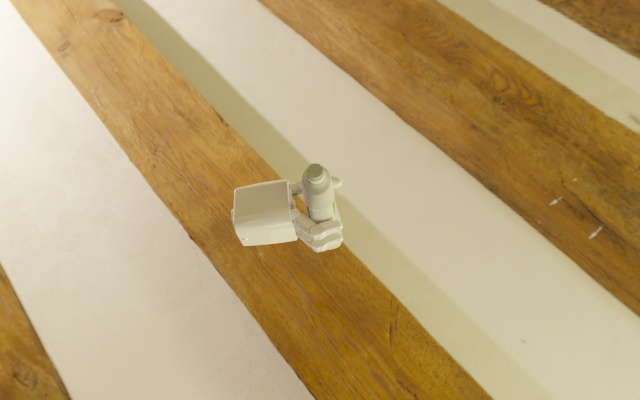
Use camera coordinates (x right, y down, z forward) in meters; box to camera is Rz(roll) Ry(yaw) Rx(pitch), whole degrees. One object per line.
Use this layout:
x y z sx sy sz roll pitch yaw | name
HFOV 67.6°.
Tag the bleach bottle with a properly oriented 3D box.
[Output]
0.000 0.003 0.889 0.068 0.102 0.251 -8 -29 1 | bleach bottle
